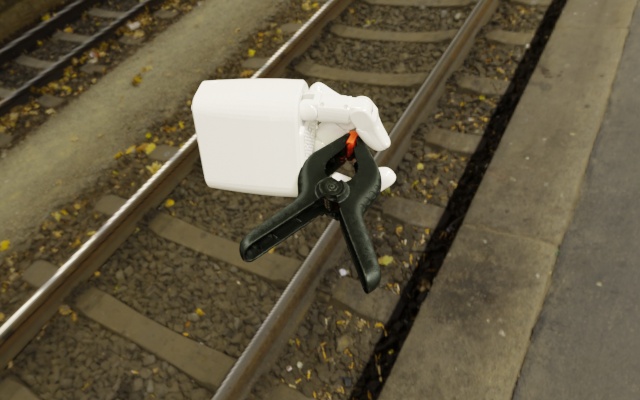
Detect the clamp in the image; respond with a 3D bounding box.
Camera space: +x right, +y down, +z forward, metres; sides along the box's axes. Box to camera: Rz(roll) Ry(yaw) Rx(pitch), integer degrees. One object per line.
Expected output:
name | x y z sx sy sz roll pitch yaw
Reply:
clamp | 0.000 0.001 0.435 0.120 0.171 0.039 10 -41 2
